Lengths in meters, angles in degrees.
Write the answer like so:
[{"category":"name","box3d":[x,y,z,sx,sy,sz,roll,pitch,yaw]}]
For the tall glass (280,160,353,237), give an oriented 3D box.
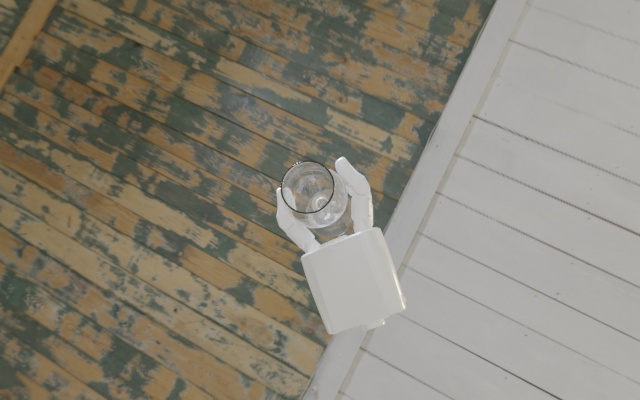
[{"category":"tall glass","box3d":[0.000,0.002,0.628,0.079,0.079,0.201,0,-10,9]}]
